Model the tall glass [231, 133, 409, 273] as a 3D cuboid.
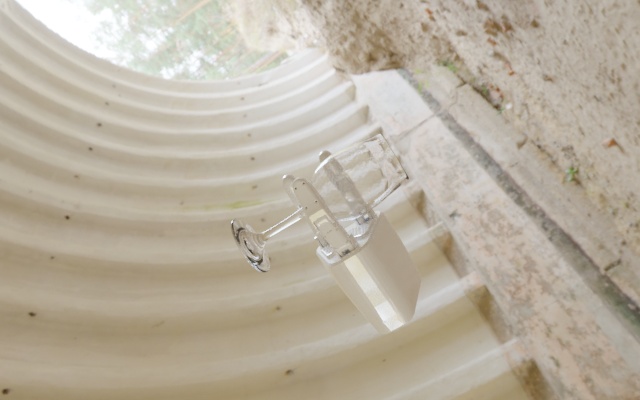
[{"bbox_3d":[-0.001,0.002,0.549,0.201,0.079,0.079,-32,-7,10],"label":"tall glass"}]
